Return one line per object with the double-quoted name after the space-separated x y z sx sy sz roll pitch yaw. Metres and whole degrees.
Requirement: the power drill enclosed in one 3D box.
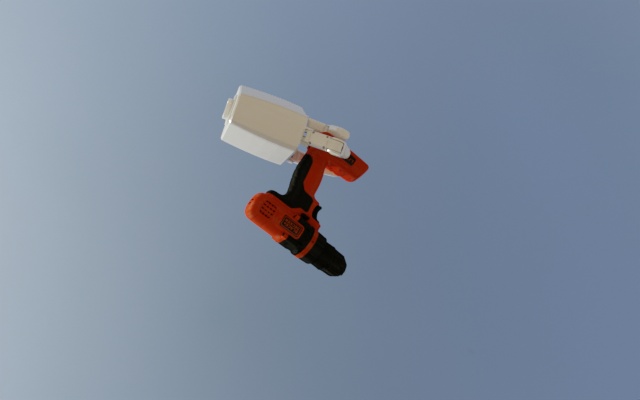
0.000 0.002 0.745 0.184 0.187 0.057 39 -24 -18 "power drill"
